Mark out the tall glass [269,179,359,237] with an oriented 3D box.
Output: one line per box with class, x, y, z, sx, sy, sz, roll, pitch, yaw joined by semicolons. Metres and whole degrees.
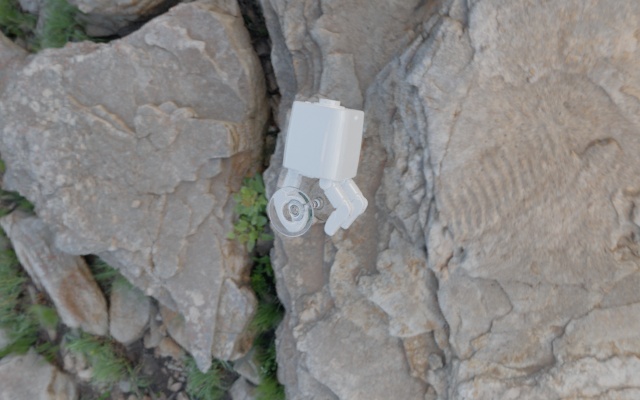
tall glass;0.000;0.003;0.776;0.079;0.079;0.201;0;8;26
